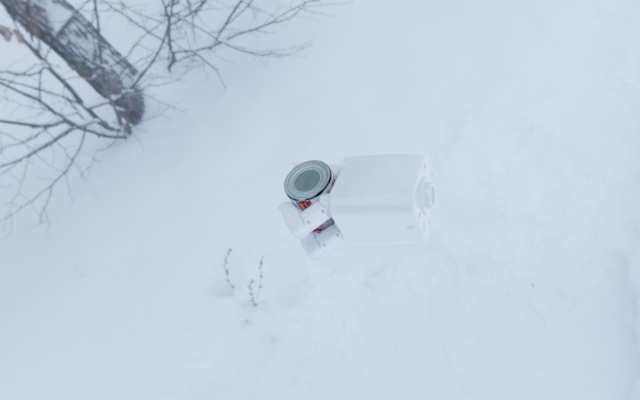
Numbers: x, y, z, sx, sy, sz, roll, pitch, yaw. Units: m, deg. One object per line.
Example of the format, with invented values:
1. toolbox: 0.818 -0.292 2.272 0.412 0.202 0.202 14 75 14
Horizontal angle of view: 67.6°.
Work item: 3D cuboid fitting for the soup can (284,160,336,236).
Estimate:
1. soup can: 0.000 0.002 0.649 0.068 0.068 0.102 0 -36 26
